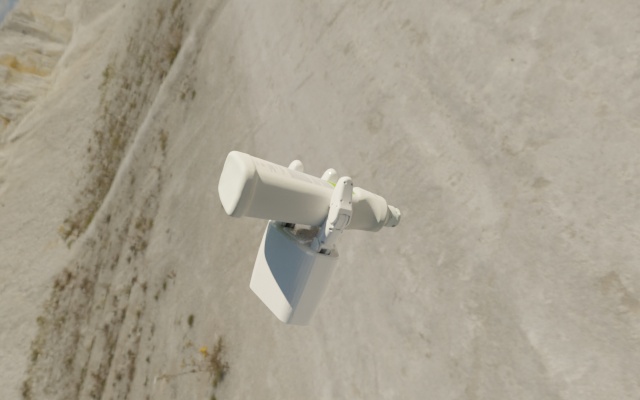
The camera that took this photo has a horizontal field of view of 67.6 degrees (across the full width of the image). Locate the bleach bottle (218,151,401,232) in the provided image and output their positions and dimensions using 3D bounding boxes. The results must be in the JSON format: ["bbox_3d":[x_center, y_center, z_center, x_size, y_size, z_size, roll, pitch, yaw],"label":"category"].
[{"bbox_3d":[0.000,0.002,0.625,0.251,0.068,0.102,13,16,-26],"label":"bleach bottle"}]
